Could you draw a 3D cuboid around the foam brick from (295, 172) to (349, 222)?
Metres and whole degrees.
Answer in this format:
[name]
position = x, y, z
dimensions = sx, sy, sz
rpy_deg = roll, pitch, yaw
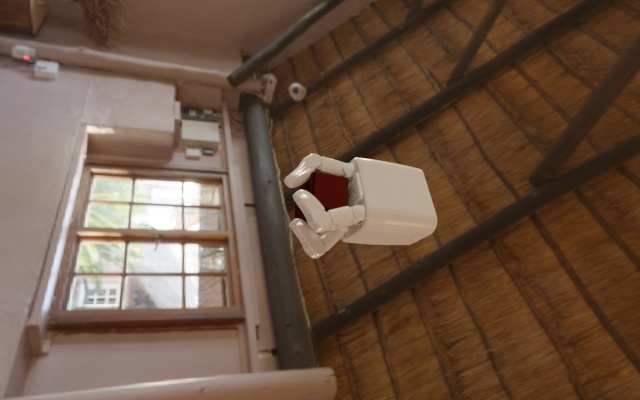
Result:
[foam brick]
position = 0.000, 0.002, 0.655
dimensions = 0.051, 0.053, 0.078
rpy_deg = 9, -22, -18
